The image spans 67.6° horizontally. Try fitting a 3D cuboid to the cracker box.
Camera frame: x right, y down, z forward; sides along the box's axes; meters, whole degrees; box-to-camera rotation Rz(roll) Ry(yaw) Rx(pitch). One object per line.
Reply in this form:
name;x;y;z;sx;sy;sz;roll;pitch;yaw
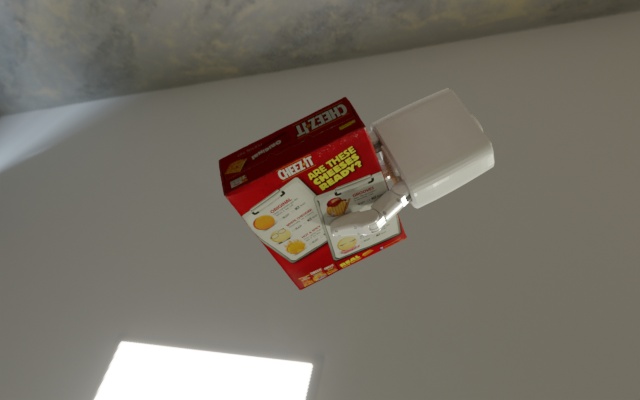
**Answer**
cracker box;0.000;0.002;0.584;0.164;0.072;0.214;-26;-44;3
